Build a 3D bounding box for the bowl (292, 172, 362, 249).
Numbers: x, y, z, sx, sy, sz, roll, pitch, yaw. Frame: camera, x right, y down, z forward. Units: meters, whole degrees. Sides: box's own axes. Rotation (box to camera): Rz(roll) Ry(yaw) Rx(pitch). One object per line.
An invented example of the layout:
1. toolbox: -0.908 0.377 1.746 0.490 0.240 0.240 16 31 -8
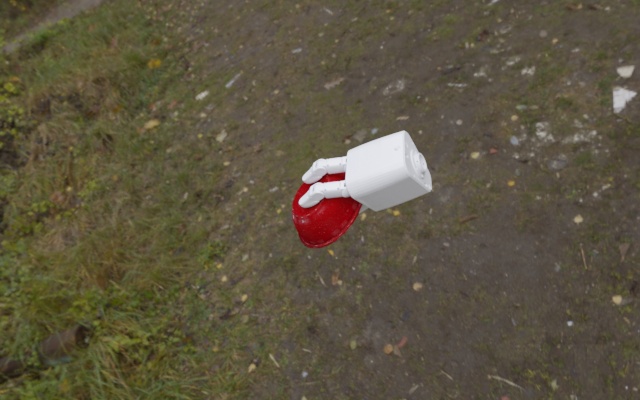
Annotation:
1. bowl: -0.001 0.003 0.858 0.055 0.162 0.162 36 -22 -33
